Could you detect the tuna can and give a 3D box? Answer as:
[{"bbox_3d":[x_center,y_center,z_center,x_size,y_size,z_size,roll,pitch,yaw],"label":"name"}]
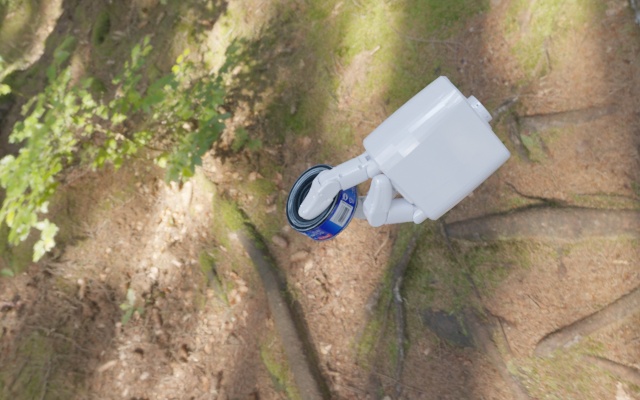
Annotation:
[{"bbox_3d":[0.000,0.002,0.552,0.086,0.086,0.034,0,-23,46],"label":"tuna can"}]
